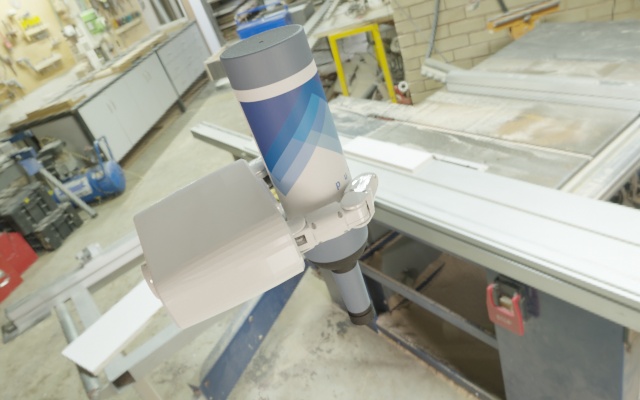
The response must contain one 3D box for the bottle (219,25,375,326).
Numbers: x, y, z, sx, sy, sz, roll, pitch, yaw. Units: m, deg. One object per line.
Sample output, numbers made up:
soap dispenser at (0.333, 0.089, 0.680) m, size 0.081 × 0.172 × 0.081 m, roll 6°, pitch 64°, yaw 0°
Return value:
bottle at (0.000, 0.001, 0.427) m, size 0.069 × 0.296 × 0.069 m, roll -15°, pitch 30°, yaw 9°
